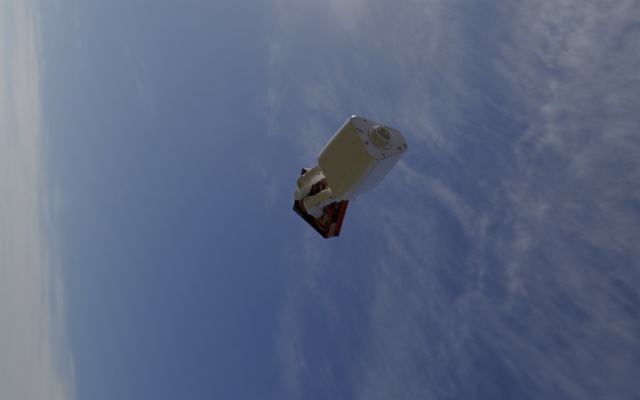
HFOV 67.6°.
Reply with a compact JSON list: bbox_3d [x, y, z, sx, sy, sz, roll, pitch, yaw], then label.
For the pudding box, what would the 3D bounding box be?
[{"bbox_3d":[0.000,0.003,0.873,0.039,0.090,0.113,-3,30,-36],"label":"pudding box"}]
